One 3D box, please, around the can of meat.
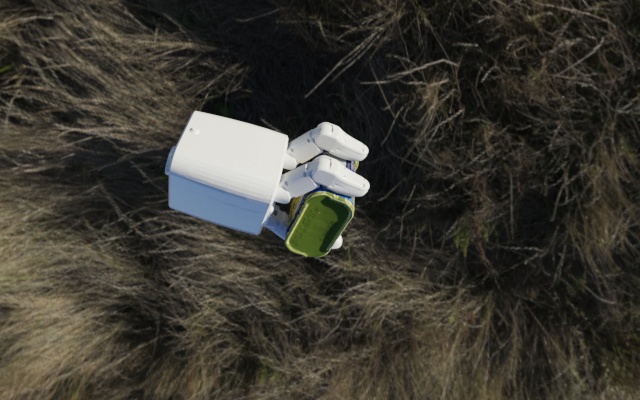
[{"bbox_3d":[0.000,0.002,0.528,0.057,0.083,0.102,19,-48,-11],"label":"can of meat"}]
